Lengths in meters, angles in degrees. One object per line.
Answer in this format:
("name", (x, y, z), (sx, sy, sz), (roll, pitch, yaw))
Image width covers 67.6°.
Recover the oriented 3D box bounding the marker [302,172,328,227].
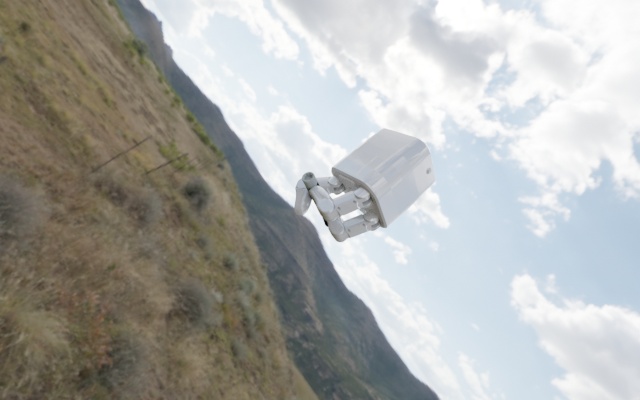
("marker", (0.000, 0.002, 0.707), (0.020, 0.020, 0.121), (0, -36, 21))
